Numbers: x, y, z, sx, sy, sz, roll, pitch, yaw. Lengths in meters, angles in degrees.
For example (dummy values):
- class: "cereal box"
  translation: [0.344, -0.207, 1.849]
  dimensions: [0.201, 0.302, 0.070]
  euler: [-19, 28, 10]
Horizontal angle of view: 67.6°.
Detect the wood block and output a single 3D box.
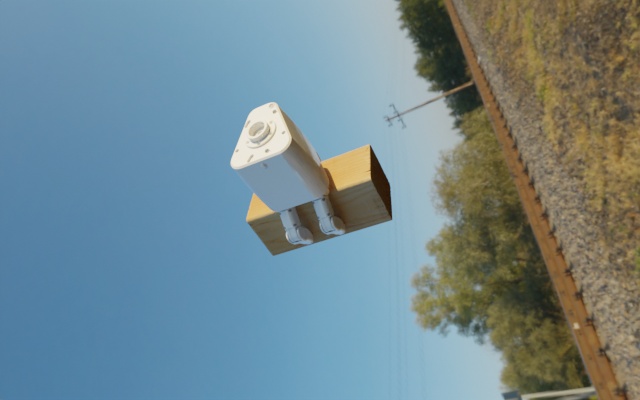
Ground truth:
- class: "wood block"
  translation: [0.000, 0.002, 0.752]
  dimensions: [0.206, 0.090, 0.090]
  euler: [-18, 36, 20]
